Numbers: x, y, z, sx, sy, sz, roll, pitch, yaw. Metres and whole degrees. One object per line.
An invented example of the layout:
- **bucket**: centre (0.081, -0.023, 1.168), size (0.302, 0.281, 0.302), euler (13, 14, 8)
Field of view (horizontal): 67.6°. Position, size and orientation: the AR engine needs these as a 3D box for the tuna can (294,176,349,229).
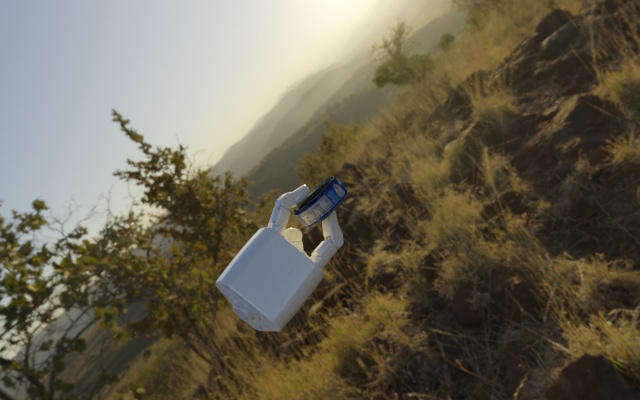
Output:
- **tuna can**: centre (0.000, 0.002, 0.726), size (0.086, 0.034, 0.086), euler (-40, 9, 8)
